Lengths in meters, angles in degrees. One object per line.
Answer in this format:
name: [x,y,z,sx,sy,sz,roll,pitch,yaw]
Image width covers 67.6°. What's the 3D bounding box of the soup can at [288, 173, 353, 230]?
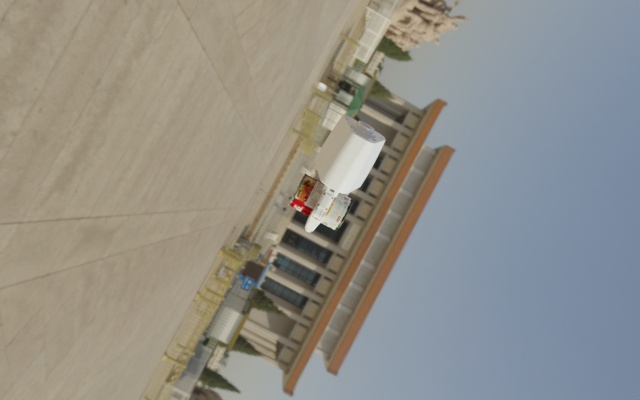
soup can: [0.000,0.003,0.887,0.102,0.068,0.068,28,-2,-4]
